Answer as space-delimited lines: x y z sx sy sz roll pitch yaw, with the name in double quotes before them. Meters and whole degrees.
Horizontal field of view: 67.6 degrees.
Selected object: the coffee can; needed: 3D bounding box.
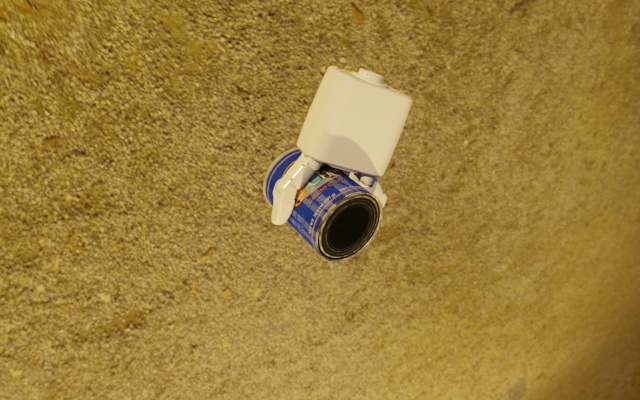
"coffee can" 0.000 0.002 0.641 0.103 0.103 0.140 0 28 -38
